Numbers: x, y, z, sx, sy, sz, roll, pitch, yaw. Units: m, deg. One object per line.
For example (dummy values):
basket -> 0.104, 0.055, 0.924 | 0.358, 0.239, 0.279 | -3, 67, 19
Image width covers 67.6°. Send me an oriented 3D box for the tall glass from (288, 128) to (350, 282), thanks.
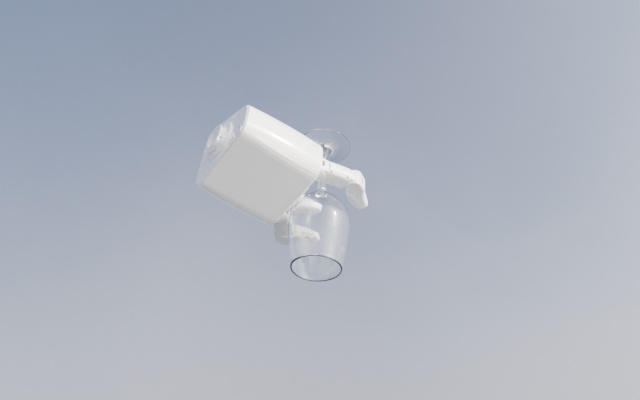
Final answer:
tall glass -> 0.000, 0.002, 0.620 | 0.079, 0.200, 0.079 | 2, -38, 2
